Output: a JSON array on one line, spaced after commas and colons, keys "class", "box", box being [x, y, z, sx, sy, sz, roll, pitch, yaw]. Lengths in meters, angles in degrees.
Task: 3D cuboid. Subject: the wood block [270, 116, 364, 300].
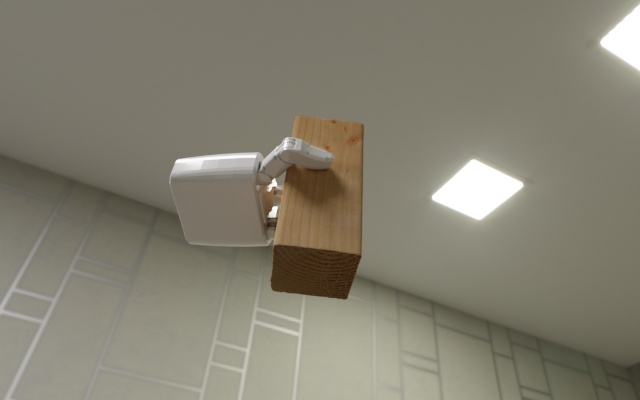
[{"class": "wood block", "box": [0.000, 0.002, 0.571, 0.090, 0.206, 0.091, 7, -41, -2]}]
